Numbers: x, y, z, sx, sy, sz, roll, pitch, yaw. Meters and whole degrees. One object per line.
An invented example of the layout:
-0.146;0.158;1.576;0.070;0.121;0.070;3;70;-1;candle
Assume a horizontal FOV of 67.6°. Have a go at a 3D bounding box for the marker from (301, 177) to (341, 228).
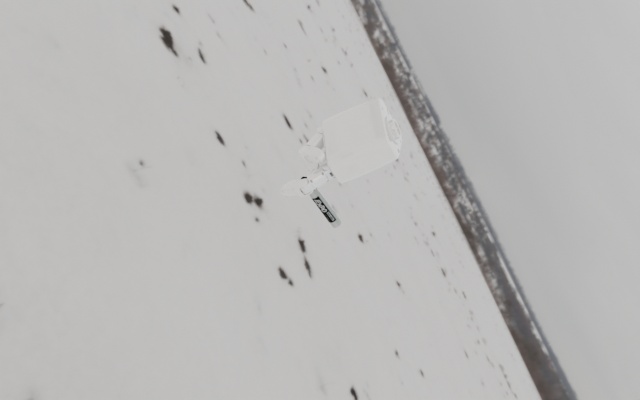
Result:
0.000;0.003;0.832;0.020;0.020;0.121;0;-42;41;marker
